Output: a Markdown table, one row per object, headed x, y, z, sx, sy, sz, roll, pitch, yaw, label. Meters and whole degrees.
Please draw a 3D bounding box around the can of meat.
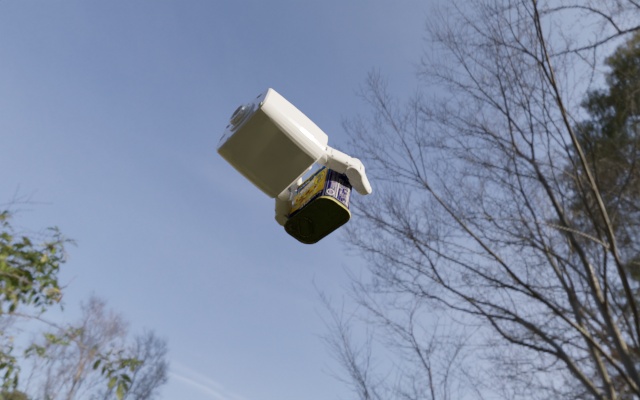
| x | y | z | sx | sy | sz | roll | pitch | yaw | label |
| --- | --- | --- | --- | --- | --- | --- | --- | --- | --- |
| 0.000 | 0.002 | 0.693 | 0.057 | 0.084 | 0.102 | 36 | -50 | -22 | can of meat |
